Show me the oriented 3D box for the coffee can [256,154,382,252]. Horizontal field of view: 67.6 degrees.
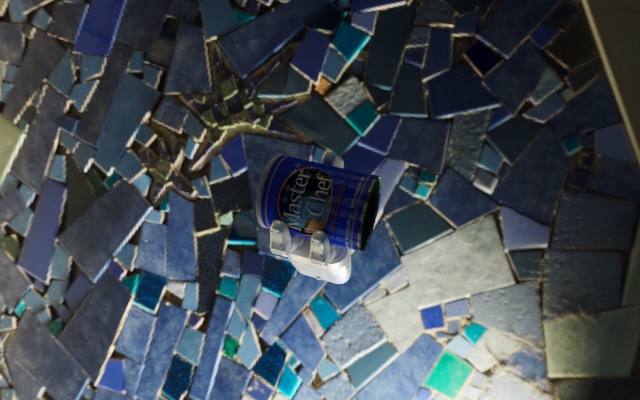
[{"bbox_3d":[0.000,0.002,0.631,0.140,0.103,0.103,13,3,15],"label":"coffee can"}]
